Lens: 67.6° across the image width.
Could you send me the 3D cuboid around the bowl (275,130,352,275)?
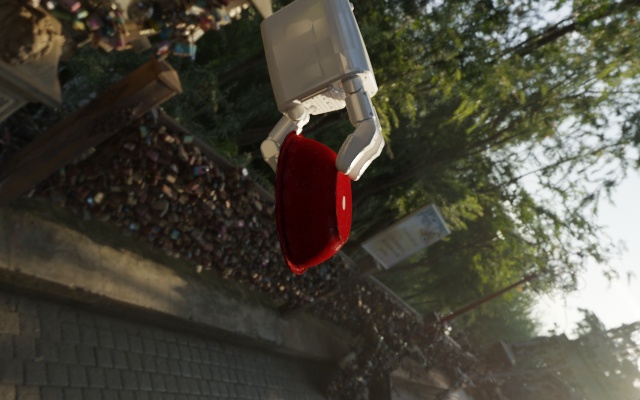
[{"bbox_3d":[0.001,0.003,0.532,0.055,0.162,0.162,-1,0,14],"label":"bowl"}]
